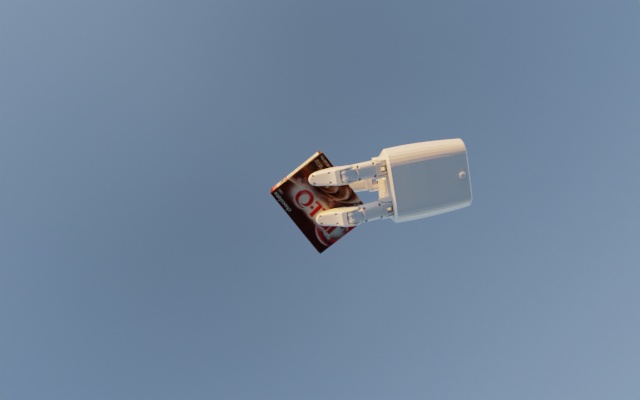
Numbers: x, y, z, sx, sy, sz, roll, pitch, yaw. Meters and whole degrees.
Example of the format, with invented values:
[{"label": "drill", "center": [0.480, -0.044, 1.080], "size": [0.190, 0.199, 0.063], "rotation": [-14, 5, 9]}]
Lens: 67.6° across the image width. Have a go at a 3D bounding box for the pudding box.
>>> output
[{"label": "pudding box", "center": [0.000, 0.002, 0.655], "size": [0.090, 0.113, 0.039], "rotation": [-38, 9, 3]}]
